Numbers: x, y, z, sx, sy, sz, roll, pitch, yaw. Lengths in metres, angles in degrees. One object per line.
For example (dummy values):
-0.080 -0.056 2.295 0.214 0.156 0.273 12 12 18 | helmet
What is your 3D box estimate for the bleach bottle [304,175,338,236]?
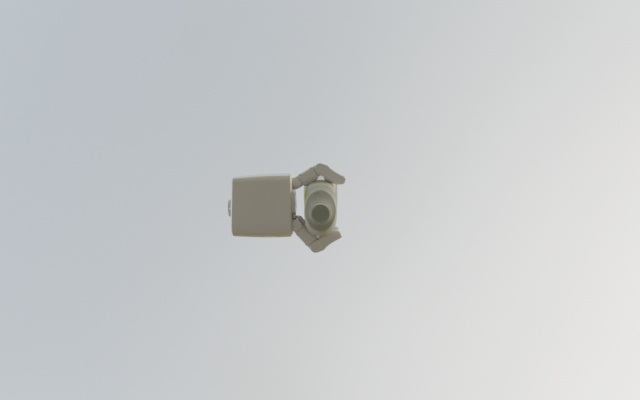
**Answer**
0.000 0.003 0.846 0.068 0.102 0.251 -1 4 0 | bleach bottle
